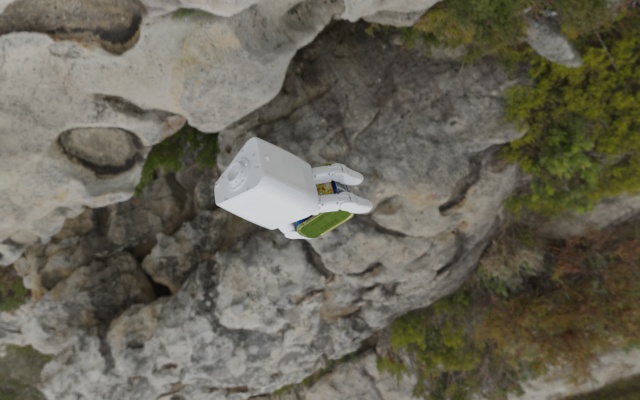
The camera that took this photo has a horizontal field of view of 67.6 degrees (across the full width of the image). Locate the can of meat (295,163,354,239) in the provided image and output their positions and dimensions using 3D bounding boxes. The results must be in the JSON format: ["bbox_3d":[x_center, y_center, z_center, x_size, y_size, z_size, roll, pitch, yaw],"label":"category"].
[{"bbox_3d":[0.000,0.003,0.774,0.102,0.084,0.057,-34,-41,24],"label":"can of meat"}]
